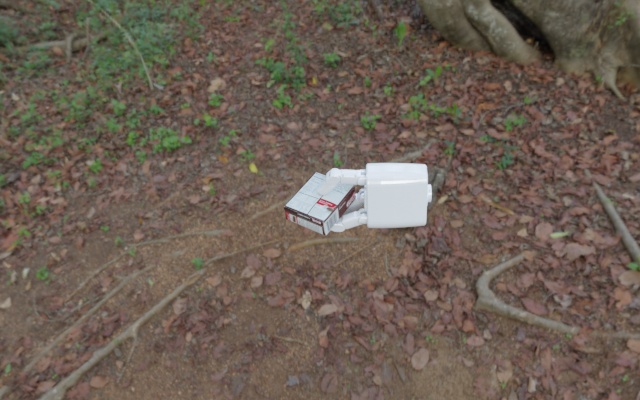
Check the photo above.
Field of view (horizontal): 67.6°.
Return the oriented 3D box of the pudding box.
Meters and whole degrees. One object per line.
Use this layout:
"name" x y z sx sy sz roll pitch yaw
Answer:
"pudding box" 0.000 0.003 0.887 0.090 0.039 0.113 20 49 27
